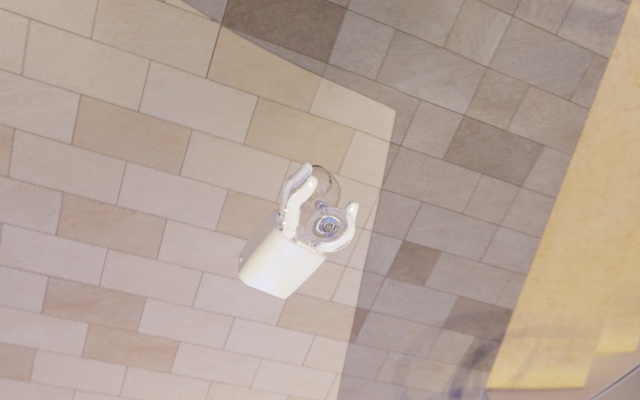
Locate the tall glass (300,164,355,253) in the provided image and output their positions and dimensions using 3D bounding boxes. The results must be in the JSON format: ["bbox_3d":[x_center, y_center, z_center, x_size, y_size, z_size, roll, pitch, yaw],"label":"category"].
[{"bbox_3d":[0.000,0.003,0.774,0.079,0.079,0.201,0,24,-8],"label":"tall glass"}]
